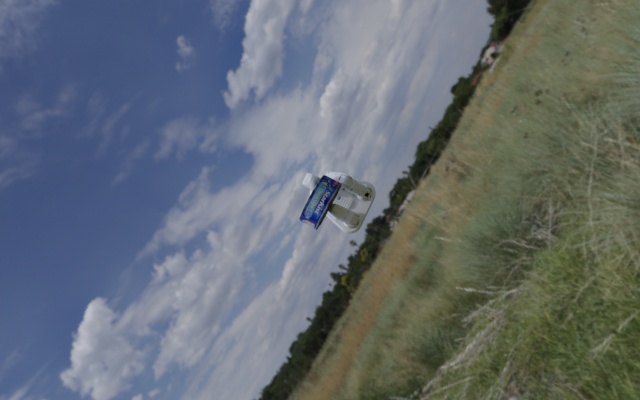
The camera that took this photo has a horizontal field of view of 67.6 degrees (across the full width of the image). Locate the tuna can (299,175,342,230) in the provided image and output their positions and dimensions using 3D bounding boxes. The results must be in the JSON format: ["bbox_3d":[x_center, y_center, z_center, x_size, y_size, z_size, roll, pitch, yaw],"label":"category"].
[{"bbox_3d":[0.000,0.002,0.772,0.034,0.086,0.086,29,2,4],"label":"tuna can"}]
